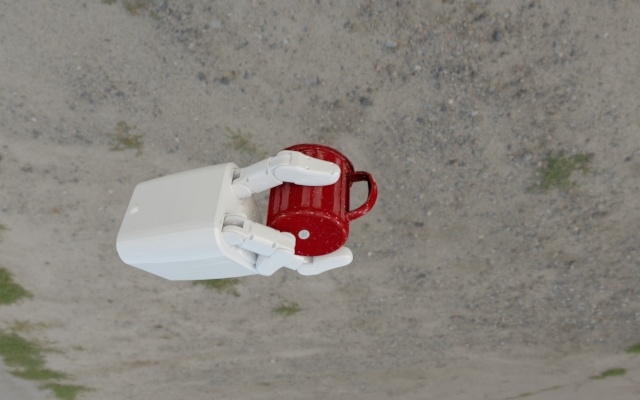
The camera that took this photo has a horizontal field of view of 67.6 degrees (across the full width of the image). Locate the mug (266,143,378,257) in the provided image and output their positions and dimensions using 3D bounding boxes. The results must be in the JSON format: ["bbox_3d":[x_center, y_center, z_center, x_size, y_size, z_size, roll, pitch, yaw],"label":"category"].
[{"bbox_3d":[0.001,0.002,0.480,0.117,0.081,0.093,-9,-40,15],"label":"mug"}]
